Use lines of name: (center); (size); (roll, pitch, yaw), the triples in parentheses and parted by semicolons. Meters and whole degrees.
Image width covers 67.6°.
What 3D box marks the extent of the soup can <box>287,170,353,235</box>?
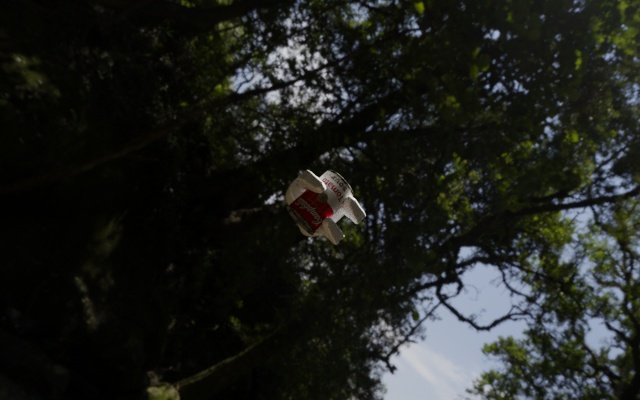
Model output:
soup can: (0.000, 0.002, 0.844); (0.102, 0.068, 0.068); (-42, 12, -13)
